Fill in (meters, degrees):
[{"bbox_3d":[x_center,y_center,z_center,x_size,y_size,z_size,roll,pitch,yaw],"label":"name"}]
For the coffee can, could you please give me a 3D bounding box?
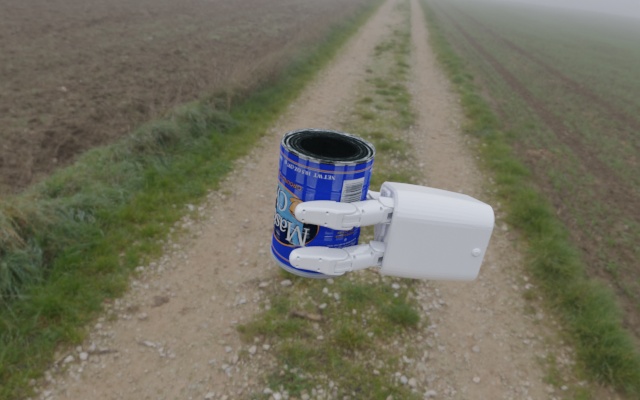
[{"bbox_3d":[0.000,0.002,0.539,0.103,0.140,0.102,7,26,-3],"label":"coffee can"}]
